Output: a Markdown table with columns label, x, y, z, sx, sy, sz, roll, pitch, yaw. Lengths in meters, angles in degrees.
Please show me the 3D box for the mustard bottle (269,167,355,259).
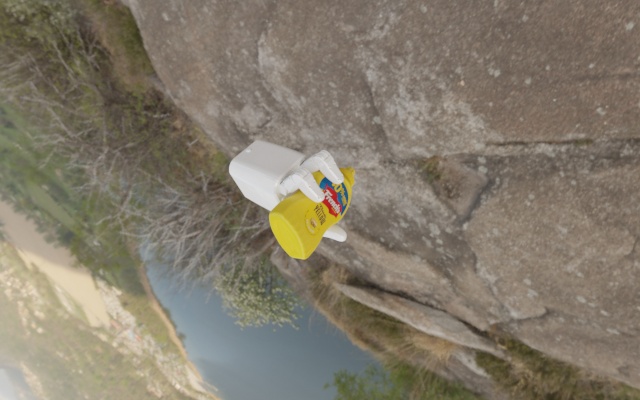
| label | x | y | z | sx | sy | sz | roll | pitch | yaw |
| --- | --- | --- | --- | --- | --- | --- | --- | --- | --- |
| mustard bottle | 0.000 | 0.003 | 0.795 | 0.058 | 0.096 | 0.191 | 1 | 37 | 43 |
